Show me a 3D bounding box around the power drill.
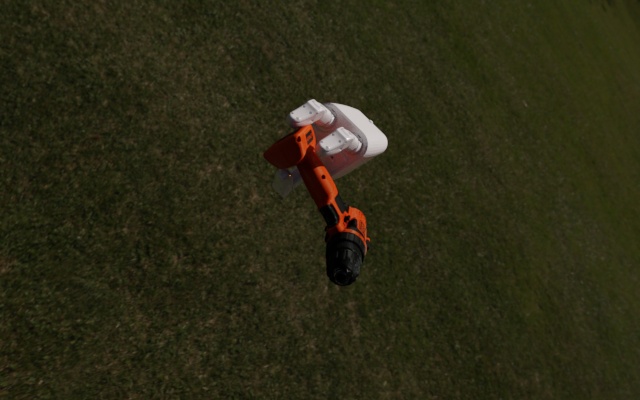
[{"bbox_3d":[0.000,0.002,0.614,0.057,0.188,0.184,-26,14,13],"label":"power drill"}]
